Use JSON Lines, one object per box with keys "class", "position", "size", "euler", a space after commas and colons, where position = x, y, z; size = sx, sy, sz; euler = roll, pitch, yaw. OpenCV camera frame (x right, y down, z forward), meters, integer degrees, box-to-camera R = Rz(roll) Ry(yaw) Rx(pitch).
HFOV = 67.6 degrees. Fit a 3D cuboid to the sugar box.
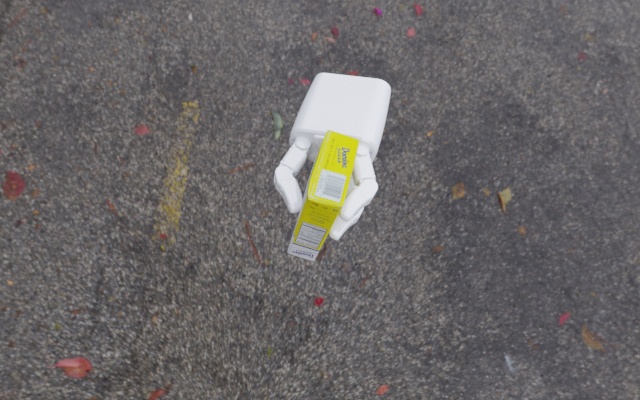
{"class": "sugar box", "position": [0.001, 0.002, 0.594], "size": [0.048, 0.093, 0.176], "euler": [17, -27, 0]}
